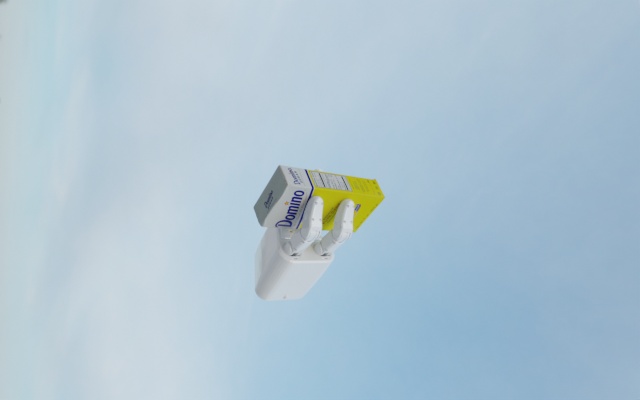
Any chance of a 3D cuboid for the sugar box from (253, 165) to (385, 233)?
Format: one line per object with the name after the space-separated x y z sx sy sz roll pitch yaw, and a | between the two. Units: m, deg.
0.000 0.003 0.708 0.176 0.048 0.093 3 -43 -36 | sugar box
